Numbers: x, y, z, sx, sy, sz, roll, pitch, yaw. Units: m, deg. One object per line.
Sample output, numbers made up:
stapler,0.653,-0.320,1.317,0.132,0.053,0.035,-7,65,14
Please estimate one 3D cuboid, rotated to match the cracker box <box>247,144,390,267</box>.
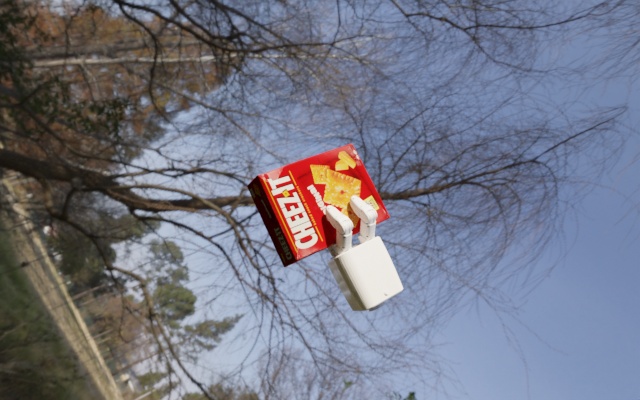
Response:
cracker box,0.000,0.003,0.875,0.213,0.164,0.072,-22,-8,-30
